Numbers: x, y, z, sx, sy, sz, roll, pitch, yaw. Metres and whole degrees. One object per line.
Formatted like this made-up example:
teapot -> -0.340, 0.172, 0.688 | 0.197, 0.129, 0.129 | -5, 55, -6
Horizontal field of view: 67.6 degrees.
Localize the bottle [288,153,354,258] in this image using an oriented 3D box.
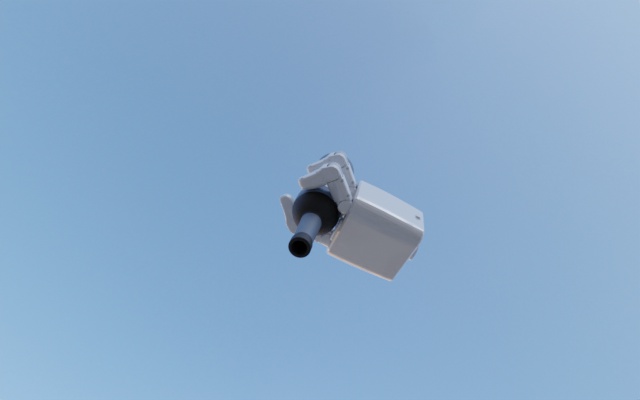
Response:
bottle -> 0.000, 0.002, 0.690 | 0.069, 0.069, 0.295 | 0, 21, 10
